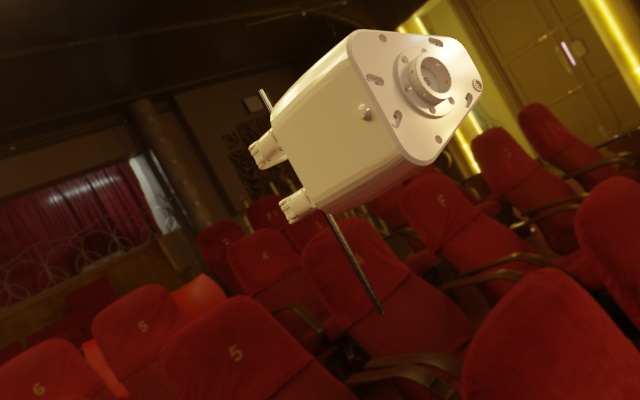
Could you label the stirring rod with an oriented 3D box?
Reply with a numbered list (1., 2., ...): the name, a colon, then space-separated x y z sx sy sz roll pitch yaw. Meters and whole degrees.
1. stirring rod: 0.000 0.002 0.454 0.011 0.239 0.011 -29 0 0
